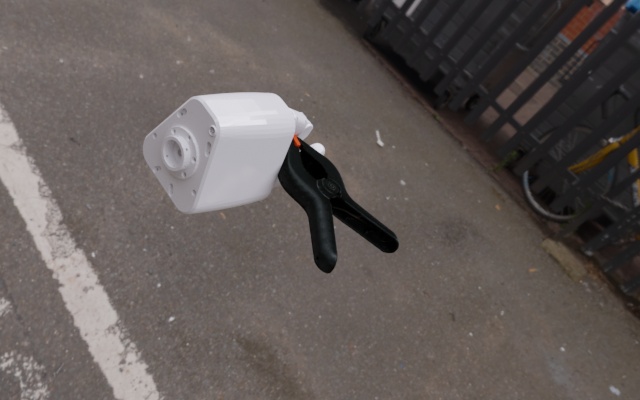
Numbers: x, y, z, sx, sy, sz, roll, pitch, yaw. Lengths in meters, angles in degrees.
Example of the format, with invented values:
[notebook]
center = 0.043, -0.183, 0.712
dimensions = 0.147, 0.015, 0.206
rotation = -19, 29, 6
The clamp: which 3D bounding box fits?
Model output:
[clamp]
center = 0.000, 0.001, 0.502
dimensions = 0.039, 0.171, 0.120
rotation = -50, -18, 29
